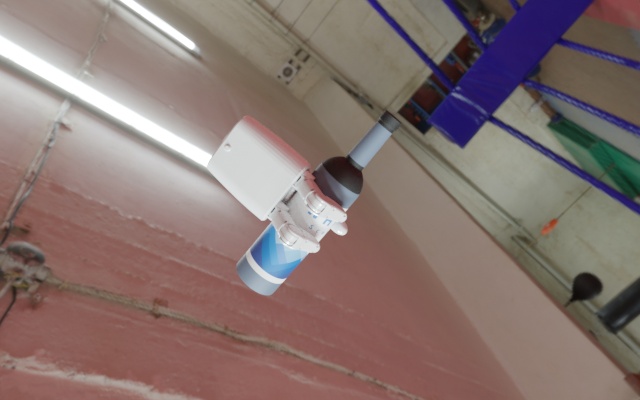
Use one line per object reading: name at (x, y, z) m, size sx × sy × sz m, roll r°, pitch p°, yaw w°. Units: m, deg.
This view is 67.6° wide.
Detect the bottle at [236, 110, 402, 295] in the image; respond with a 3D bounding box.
bottle at (0.000, 0.002, 0.640) m, size 0.069 × 0.296 × 0.069 m, roll 37°, pitch 15°, yaw -12°
